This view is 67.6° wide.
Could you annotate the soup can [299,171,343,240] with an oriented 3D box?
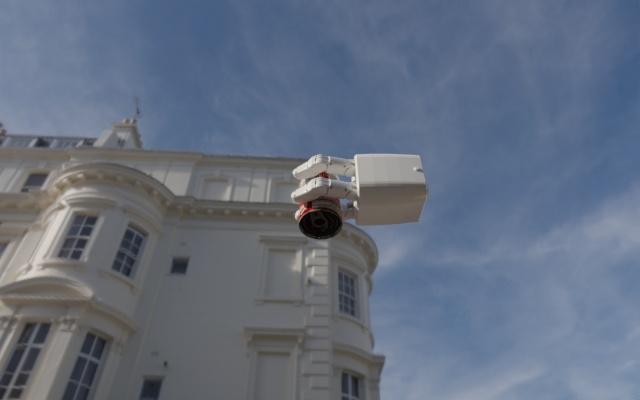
[{"bbox_3d":[0.000,0.002,0.771,0.068,0.102,0.069,0,-45,0],"label":"soup can"}]
